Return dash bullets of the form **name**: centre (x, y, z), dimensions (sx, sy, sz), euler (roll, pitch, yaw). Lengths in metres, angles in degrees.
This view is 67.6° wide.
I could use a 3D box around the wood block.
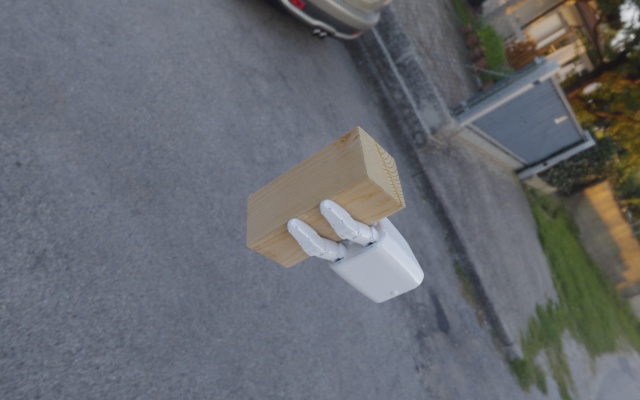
- **wood block**: centre (0.000, 0.002, 0.661), dimensions (0.206, 0.090, 0.090), euler (-30, -45, 28)
